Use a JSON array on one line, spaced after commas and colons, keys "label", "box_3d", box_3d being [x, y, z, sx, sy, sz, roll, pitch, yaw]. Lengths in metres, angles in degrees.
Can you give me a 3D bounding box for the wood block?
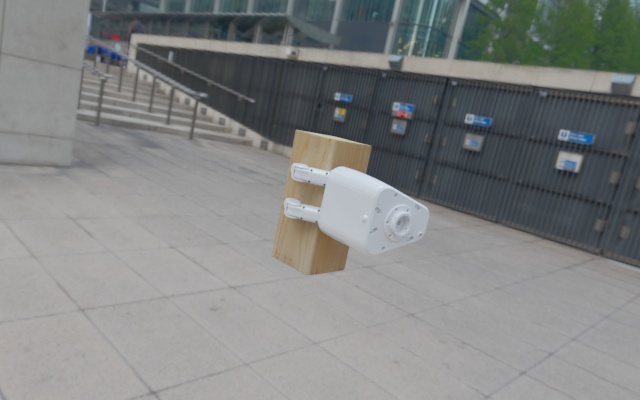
[{"label": "wood block", "box_3d": [0.001, 0.002, 0.755, 0.090, 0.206, 0.091, 21, 13, 41]}]
